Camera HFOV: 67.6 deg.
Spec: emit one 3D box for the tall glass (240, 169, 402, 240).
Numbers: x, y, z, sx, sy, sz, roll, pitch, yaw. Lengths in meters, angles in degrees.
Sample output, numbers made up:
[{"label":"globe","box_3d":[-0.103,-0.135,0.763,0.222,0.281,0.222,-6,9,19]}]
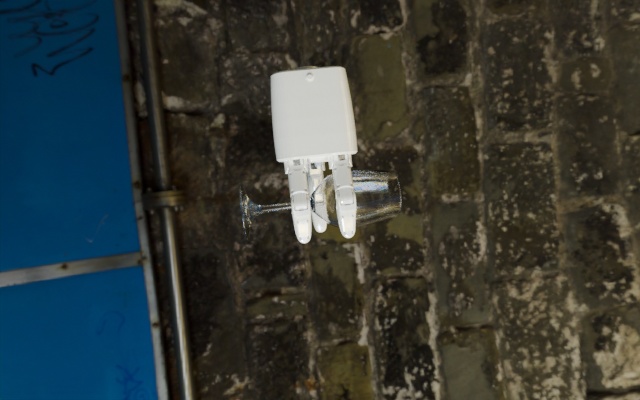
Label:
[{"label":"tall glass","box_3d":[-0.001,0.002,0.622,0.201,0.079,0.079,-7,0,-4]}]
